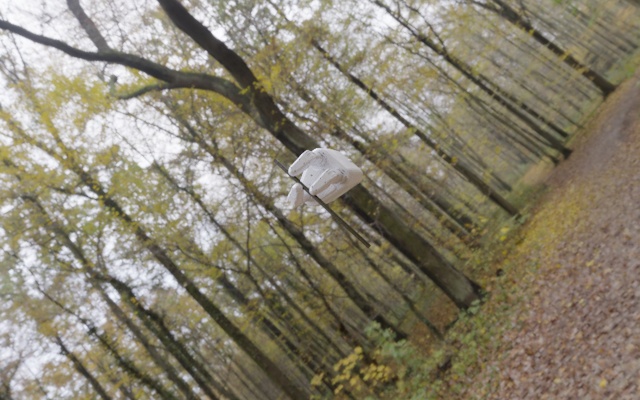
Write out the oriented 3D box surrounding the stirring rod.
[{"bbox_3d":[0.000,0.003,0.869,0.239,0.011,0.011,42,12,14],"label":"stirring rod"}]
